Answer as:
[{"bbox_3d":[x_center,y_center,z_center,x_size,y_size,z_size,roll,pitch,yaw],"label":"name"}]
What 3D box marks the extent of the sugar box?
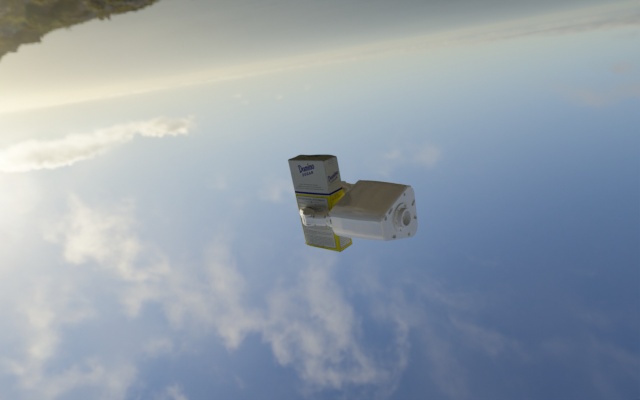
[{"bbox_3d":[0.001,0.003,0.891,0.093,0.176,0.048,6,22,42],"label":"sugar box"}]
